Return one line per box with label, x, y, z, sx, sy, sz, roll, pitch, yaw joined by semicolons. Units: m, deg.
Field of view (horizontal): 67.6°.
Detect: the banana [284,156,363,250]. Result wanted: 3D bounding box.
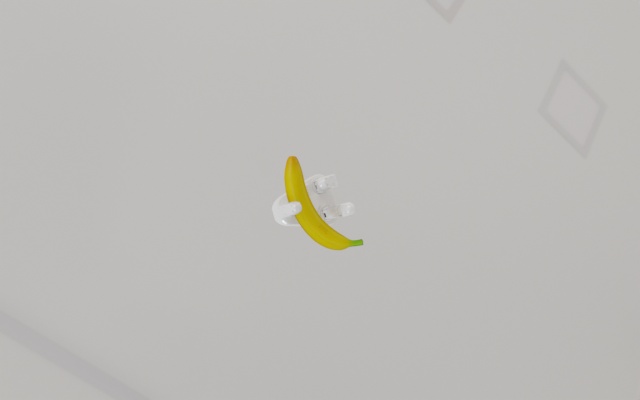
banana;-0.012;0.017;0.827;0.069;0.198;0.037;-39;1;-1
